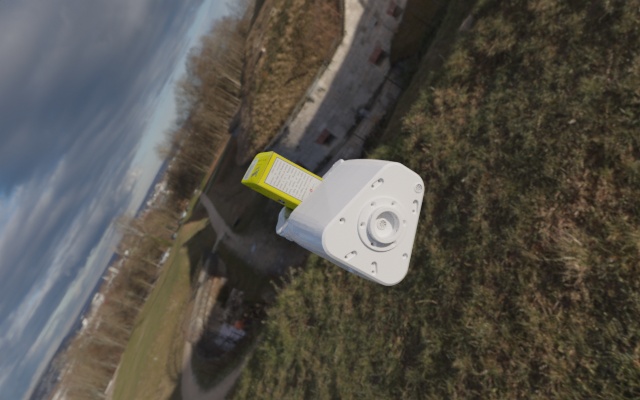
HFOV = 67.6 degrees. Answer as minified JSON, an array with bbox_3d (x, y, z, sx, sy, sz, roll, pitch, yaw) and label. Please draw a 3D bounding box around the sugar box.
[{"bbox_3d":[0.000,0.002,0.566,0.176,0.048,0.093,30,-6,-18],"label":"sugar box"}]
